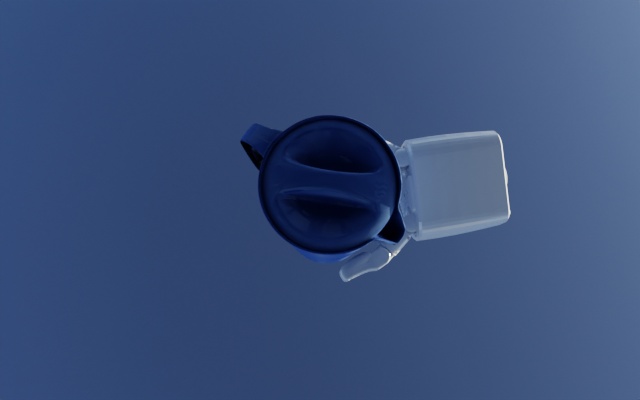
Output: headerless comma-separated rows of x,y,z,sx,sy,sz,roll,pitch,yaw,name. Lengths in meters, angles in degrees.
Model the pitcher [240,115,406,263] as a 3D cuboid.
0.000,0.002,0.550,0.145,0.149,0.243,-10,-12,-3,pitcher
